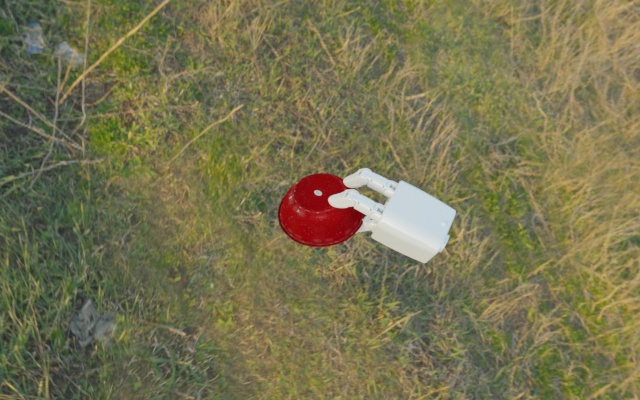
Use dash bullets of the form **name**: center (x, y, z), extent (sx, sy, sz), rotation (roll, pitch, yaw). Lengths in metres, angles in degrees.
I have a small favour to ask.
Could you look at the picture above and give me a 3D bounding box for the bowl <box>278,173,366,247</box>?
- **bowl**: center (-0.001, 0.002, 0.852), extent (0.162, 0.162, 0.055), rotation (0, -40, 6)
